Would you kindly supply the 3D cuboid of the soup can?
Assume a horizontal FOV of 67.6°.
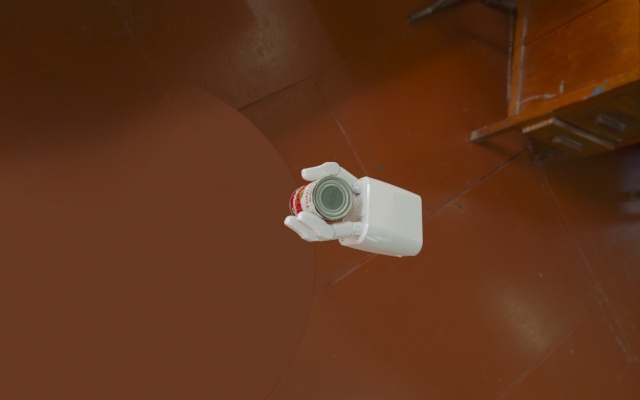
[{"bbox_3d":[0.000,0.002,0.743,0.068,0.068,0.102,0,-7,-23],"label":"soup can"}]
